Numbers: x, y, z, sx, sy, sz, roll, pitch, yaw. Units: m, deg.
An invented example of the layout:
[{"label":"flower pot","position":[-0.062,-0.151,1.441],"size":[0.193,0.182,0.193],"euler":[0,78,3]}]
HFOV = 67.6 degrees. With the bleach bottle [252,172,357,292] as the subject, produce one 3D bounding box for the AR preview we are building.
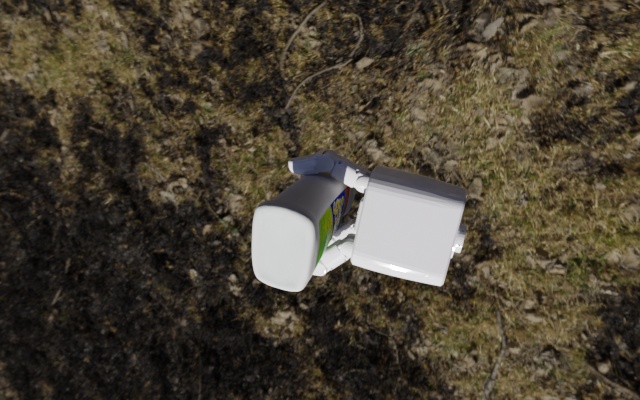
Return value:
[{"label":"bleach bottle","position":[0.000,0.002,0.584],"size":[0.068,0.103,0.250],"euler":[15,28,14]}]
